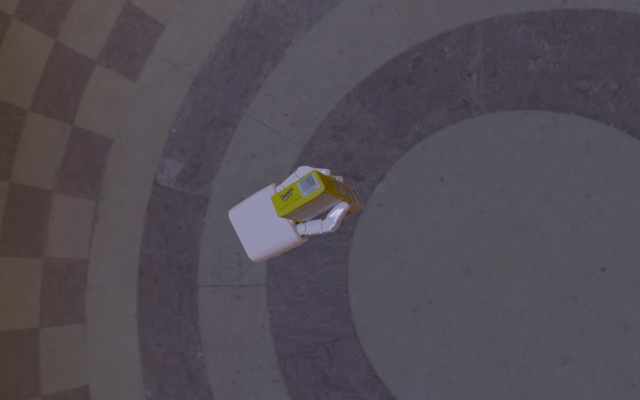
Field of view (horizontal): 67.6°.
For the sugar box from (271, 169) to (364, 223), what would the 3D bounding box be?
[{"bbox_3d":[0.000,0.002,0.832,0.093,0.048,0.176,-30,-19,18],"label":"sugar box"}]
